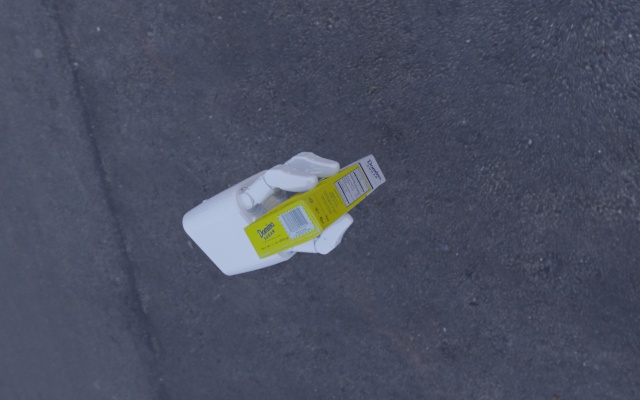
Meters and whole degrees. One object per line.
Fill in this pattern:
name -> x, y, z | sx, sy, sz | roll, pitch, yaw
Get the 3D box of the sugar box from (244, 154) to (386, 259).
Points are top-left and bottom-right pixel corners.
sugar box -> 0.000, 0.001, 0.559 | 0.093, 0.048, 0.176 | -25, 8, 34
